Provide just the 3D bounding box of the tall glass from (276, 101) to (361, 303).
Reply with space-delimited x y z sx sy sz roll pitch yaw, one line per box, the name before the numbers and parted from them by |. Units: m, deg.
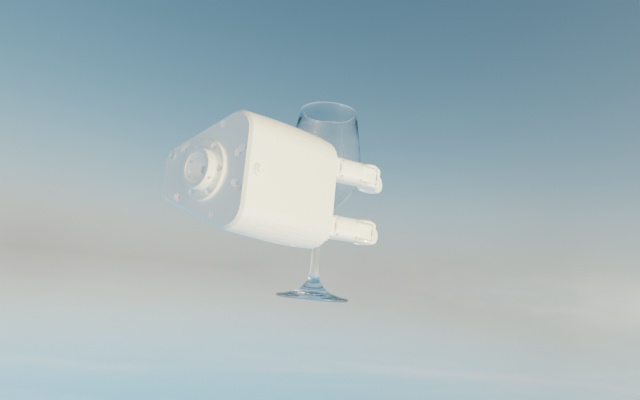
tall glass | 0.000 0.002 0.502 0.079 0.201 0.079 5 -9 1
